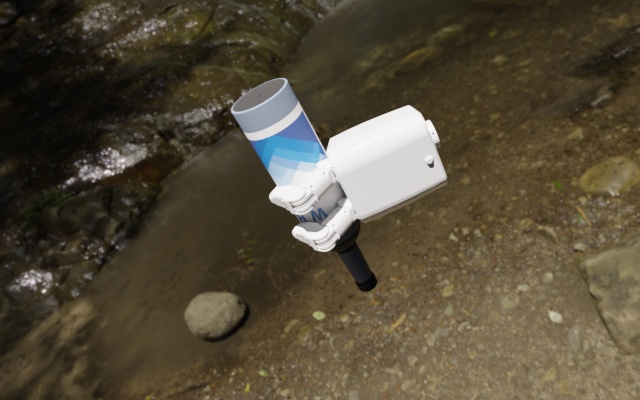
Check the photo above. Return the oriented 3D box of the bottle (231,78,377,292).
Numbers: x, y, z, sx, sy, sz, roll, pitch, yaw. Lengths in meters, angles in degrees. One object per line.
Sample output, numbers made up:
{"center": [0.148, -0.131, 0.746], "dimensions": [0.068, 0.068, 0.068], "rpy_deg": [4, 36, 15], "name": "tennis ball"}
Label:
{"center": [0.000, 0.002, 0.566], "dimensions": [0.069, 0.296, 0.069], "rpy_deg": [-22, 31, 14], "name": "bottle"}
